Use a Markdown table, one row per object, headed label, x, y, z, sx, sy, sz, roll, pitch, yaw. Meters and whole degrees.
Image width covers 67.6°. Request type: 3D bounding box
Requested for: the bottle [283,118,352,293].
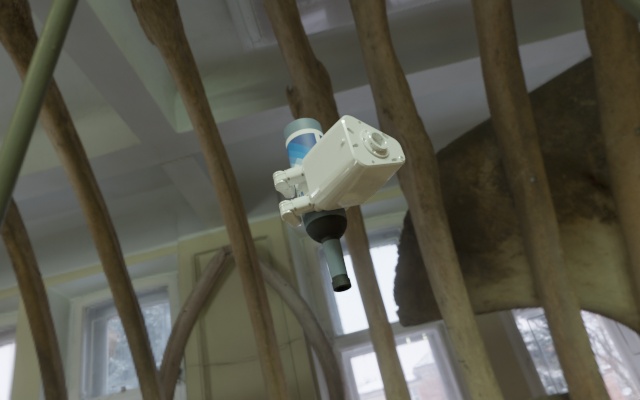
| label | x | y | z | sx | sy | sz | roll | pitch | yaw |
| --- | --- | --- | --- | --- | --- | --- | --- | --- | --- |
| bottle | 0.000 | 0.002 | 0.749 | 0.069 | 0.295 | 0.069 | -11 | -31 | -6 |
